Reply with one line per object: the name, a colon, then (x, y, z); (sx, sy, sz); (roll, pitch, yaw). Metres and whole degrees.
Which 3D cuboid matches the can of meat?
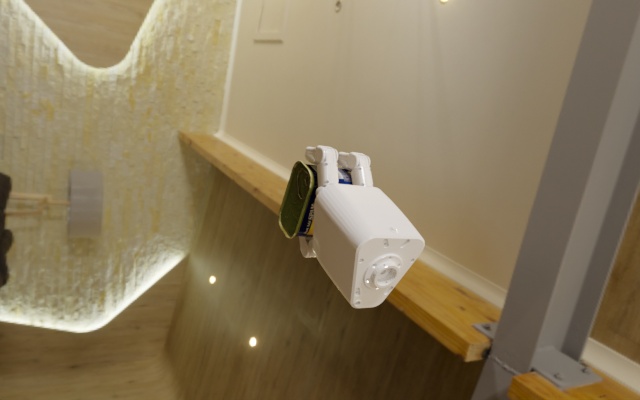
can of meat: (0.000, 0.002, 0.646); (0.084, 0.102, 0.057); (4, 27, -30)
